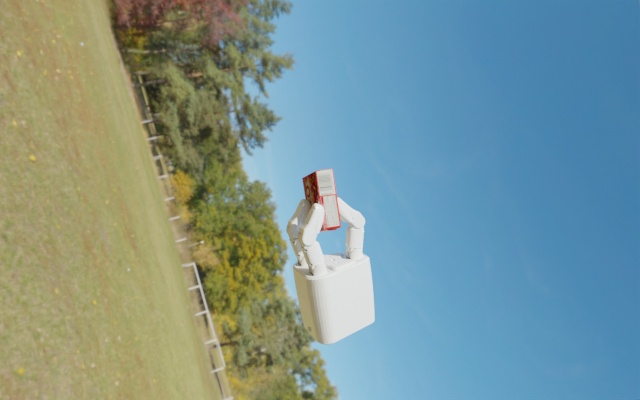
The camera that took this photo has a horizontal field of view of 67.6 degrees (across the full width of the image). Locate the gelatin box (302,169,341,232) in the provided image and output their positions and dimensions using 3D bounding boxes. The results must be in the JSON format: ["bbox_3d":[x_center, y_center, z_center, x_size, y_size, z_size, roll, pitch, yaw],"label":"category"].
[{"bbox_3d":[0.000,0.002,0.716,0.030,0.089,0.073,-7,-3,-18],"label":"gelatin box"}]
